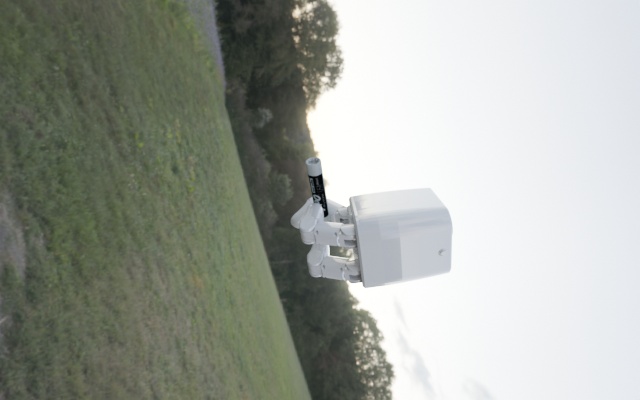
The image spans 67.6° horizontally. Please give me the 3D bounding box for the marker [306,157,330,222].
[{"bbox_3d":[0.000,0.002,0.593,0.020,0.121,0.020,-7,36,5],"label":"marker"}]
